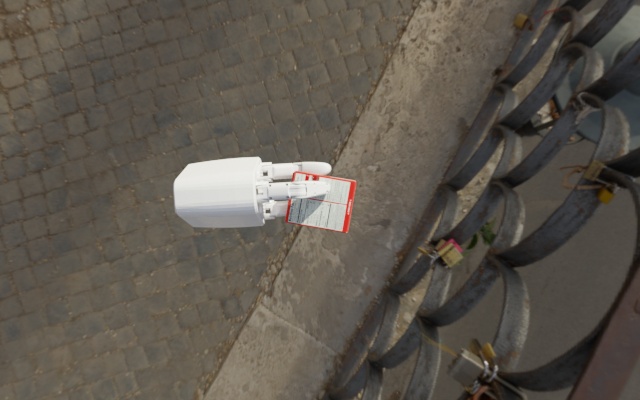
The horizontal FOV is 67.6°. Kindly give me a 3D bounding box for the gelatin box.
[{"bbox_3d":[0.000,0.002,0.663,0.089,0.073,0.030,10,-1,1],"label":"gelatin box"}]
